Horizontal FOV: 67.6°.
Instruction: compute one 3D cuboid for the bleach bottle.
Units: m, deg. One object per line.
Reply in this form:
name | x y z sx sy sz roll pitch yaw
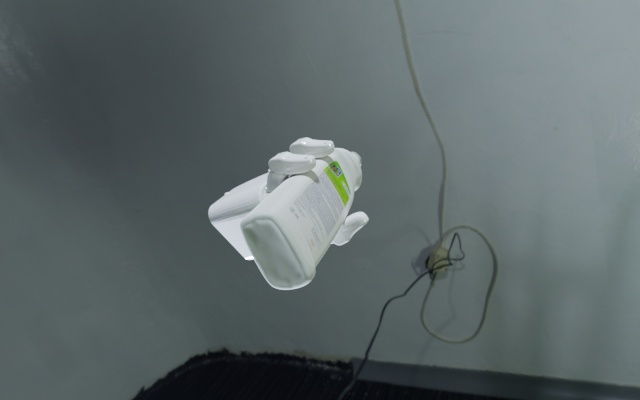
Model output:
bleach bottle | 0.000 0.002 0.619 0.068 0.102 0.250 -17 17 34
